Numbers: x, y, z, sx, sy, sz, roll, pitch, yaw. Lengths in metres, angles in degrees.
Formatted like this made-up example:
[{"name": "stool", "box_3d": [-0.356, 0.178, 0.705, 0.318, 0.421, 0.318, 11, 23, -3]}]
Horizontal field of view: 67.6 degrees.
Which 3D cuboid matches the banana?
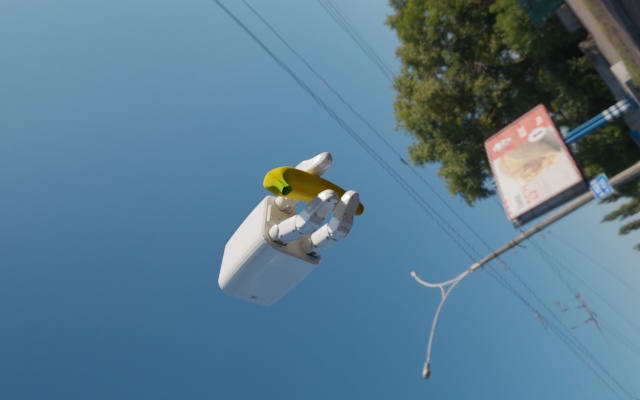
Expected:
[{"name": "banana", "box_3d": [-0.013, -0.010, 0.607, 0.069, 0.037, 0.198, 45, 17, 28]}]
